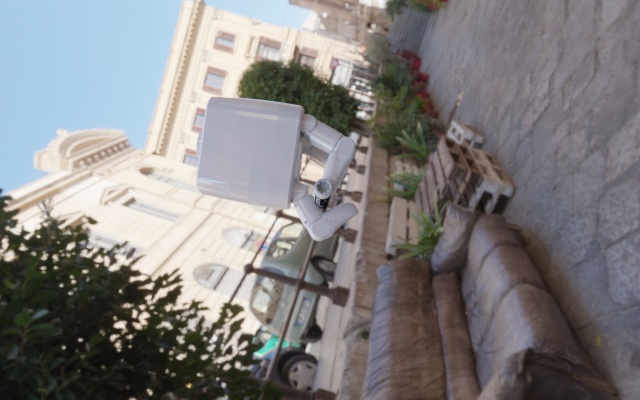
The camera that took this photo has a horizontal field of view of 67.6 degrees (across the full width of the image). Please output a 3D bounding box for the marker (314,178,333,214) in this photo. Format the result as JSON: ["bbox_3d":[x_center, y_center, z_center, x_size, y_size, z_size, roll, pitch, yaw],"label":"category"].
[{"bbox_3d":[0.000,0.002,0.548,0.020,0.020,0.121,0,-15,-3],"label":"marker"}]
